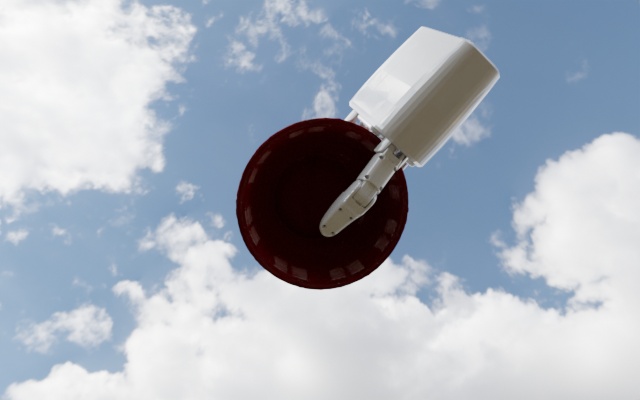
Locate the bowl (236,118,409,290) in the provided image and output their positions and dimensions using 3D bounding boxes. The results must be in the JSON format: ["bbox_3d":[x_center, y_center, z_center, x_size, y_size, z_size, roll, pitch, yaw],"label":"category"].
[{"bbox_3d":[-0.001,0.002,0.465,0.162,0.162,0.055,0,9,-10],"label":"bowl"}]
